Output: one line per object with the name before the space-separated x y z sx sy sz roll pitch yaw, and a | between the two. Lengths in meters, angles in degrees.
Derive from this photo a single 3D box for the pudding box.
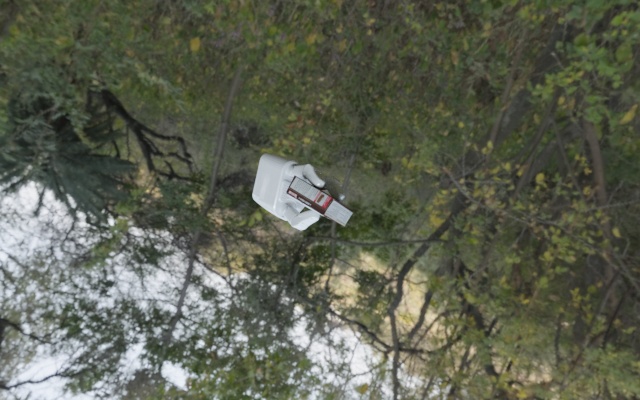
pudding box | 0.000 0.003 0.862 0.090 0.039 0.113 30 1 25
